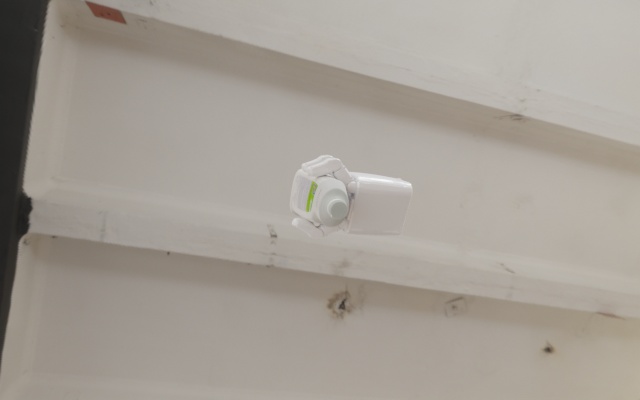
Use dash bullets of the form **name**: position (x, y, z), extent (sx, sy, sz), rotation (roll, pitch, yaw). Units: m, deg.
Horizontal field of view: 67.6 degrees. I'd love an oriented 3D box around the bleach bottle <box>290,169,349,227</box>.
- **bleach bottle**: position (0.000, 0.003, 0.855), extent (0.068, 0.102, 0.250), rotation (6, 8, -14)
